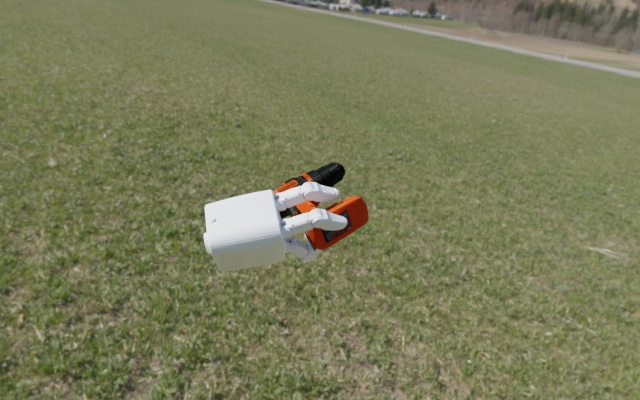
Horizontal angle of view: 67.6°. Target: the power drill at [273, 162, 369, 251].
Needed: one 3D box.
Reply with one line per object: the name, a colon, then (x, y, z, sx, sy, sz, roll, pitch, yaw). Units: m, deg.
power drill: (0.000, 0.003, 0.817, 0.184, 0.057, 0.187, -32, 29, -17)
